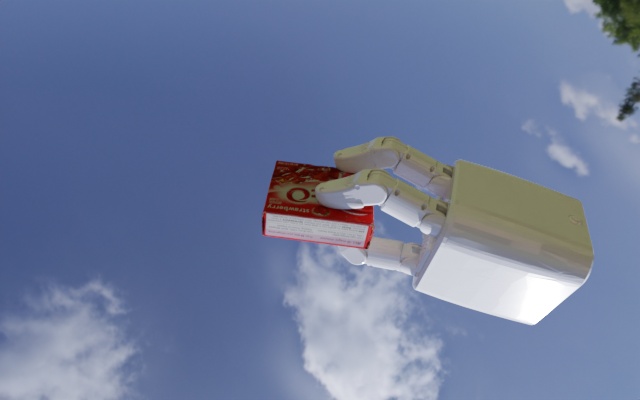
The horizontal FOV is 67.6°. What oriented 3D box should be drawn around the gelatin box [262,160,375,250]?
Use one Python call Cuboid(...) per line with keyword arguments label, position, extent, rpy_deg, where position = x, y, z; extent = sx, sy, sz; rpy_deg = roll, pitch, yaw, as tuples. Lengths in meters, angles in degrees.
Cuboid(label="gelatin box", position=(0.000, 0.002, 0.403), extent=(0.089, 0.030, 0.073), rpy_deg=(7, 38, 0))
